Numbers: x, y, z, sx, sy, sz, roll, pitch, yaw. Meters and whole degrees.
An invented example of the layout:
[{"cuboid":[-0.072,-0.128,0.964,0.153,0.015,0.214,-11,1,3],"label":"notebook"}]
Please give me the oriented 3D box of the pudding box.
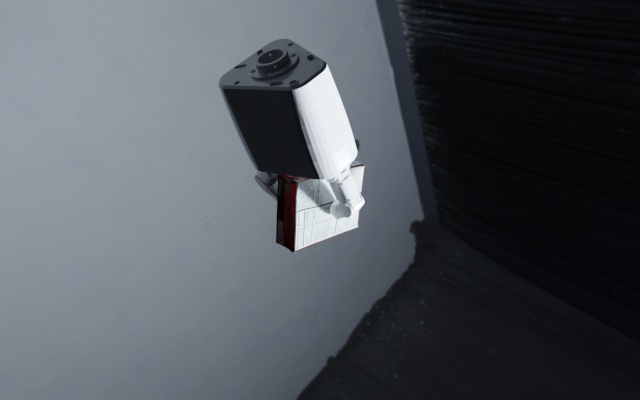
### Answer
[{"cuboid":[0.000,0.002,0.567,0.113,0.090,0.039,-16,31,-39],"label":"pudding box"}]
